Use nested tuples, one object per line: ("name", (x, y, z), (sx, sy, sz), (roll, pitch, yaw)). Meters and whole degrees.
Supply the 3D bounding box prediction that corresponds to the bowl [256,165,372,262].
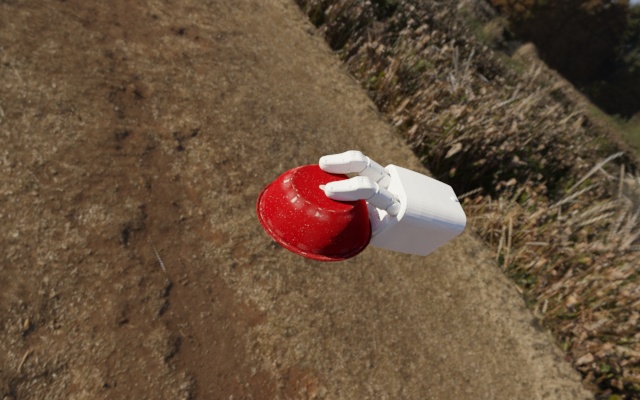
("bowl", (-0.001, 0.002, 0.626), (0.162, 0.055, 0.162), (12, 39, -10))
